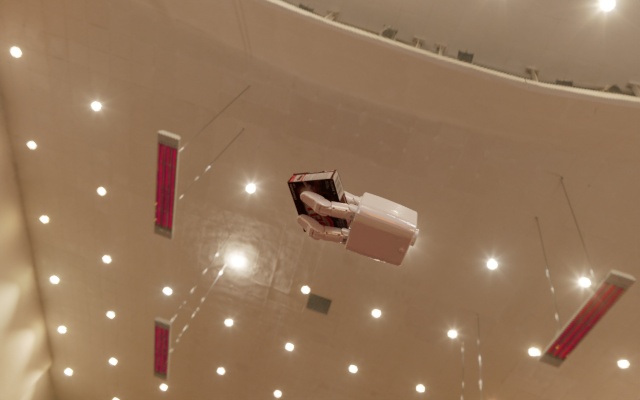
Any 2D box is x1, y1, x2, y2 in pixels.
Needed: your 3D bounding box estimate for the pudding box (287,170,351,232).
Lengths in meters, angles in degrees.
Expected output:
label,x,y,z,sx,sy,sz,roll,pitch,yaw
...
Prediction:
label,x,y,z,sx,sy,sz,roll,pitch,yaw
pudding box,0.000,0.003,0.866,0.090,0.113,0.039,-4,29,23
